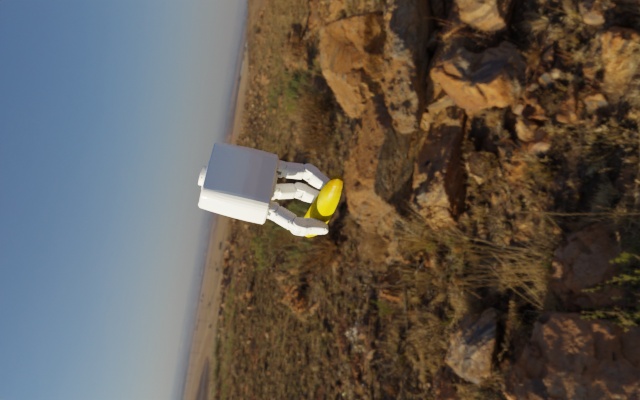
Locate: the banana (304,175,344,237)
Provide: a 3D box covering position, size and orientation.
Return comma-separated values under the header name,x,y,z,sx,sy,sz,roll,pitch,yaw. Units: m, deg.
name,x,y,z,sx,sy,sz,roll,pitch,yaw
banana,-0.005,0.021,0.802,0.037,0.069,0.198,17,-22,-8
